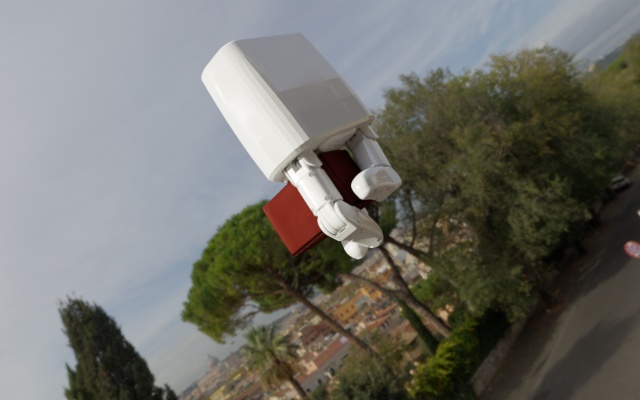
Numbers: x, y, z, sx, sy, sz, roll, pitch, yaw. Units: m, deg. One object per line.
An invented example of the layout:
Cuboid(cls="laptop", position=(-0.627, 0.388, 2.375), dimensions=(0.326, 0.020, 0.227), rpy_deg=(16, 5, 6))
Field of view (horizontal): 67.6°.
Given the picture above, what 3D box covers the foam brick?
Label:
Cuboid(cls="foam brick", position=(0.000, 0.002, 0.410), dimensions=(0.078, 0.051, 0.053), rpy_deg=(-41, -9, 26))
